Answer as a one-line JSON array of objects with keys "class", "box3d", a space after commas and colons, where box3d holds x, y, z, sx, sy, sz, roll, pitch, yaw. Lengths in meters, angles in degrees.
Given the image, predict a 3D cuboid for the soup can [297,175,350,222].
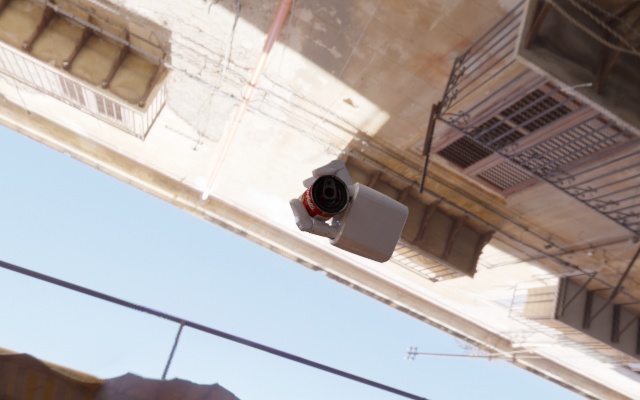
[{"class": "soup can", "box3d": [0.000, 0.003, 0.832, 0.068, 0.068, 0.102, 0, -16, -20]}]
